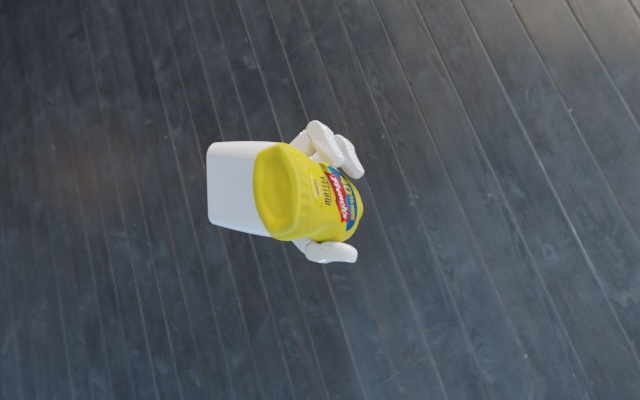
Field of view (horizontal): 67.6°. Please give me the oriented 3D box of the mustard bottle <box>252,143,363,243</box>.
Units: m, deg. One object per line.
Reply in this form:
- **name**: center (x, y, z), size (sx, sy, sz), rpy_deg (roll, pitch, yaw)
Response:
- **mustard bottle**: center (0.000, 0.002, 0.549), size (0.058, 0.096, 0.191), rpy_deg (-20, -17, 24)
